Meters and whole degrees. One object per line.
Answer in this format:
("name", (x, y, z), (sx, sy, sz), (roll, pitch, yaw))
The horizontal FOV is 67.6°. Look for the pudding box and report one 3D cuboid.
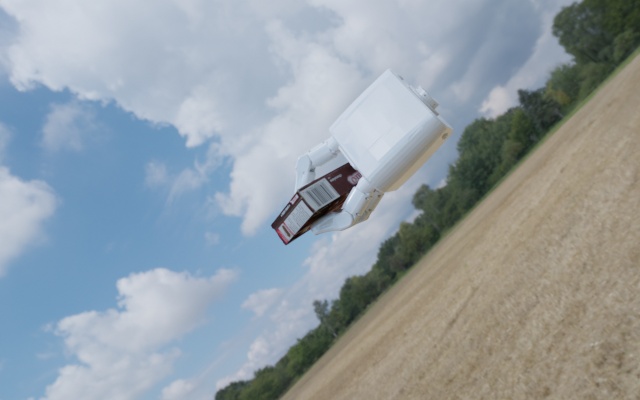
("pudding box", (0.000, 0.002, 0.618), (0.113, 0.039, 0.090), (-28, -15, -41))
